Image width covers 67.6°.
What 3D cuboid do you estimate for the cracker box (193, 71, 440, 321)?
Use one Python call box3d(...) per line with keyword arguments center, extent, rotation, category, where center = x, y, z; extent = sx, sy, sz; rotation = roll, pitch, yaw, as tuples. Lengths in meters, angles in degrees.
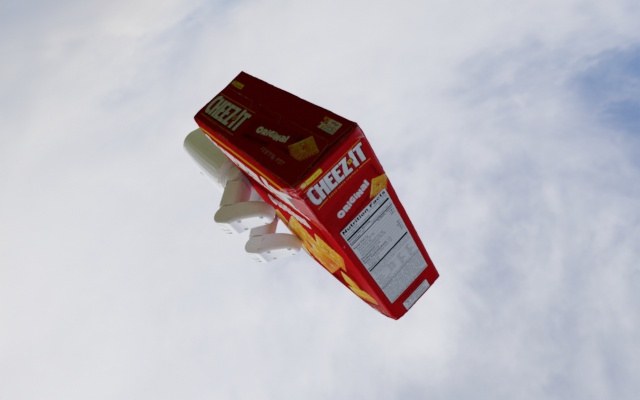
box3d(center=(0.000, 0.001, 0.434), extent=(0.164, 0.072, 0.214), rotation=(34, -14, 44), category="cracker box")
